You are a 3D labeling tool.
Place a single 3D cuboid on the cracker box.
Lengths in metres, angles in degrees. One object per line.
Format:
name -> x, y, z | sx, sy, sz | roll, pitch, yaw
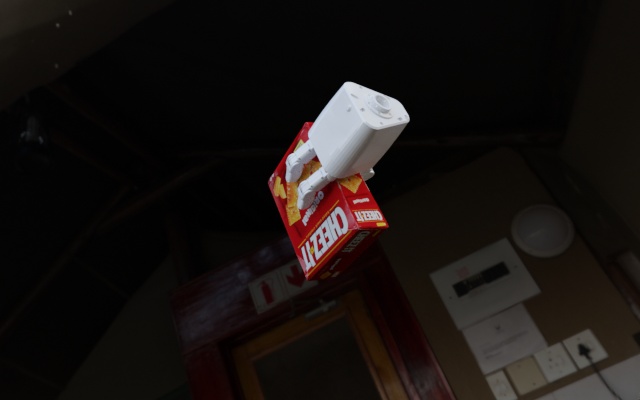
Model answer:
cracker box -> 0.000, 0.002, 0.802 | 0.072, 0.213, 0.164 | -1, -36, -37
